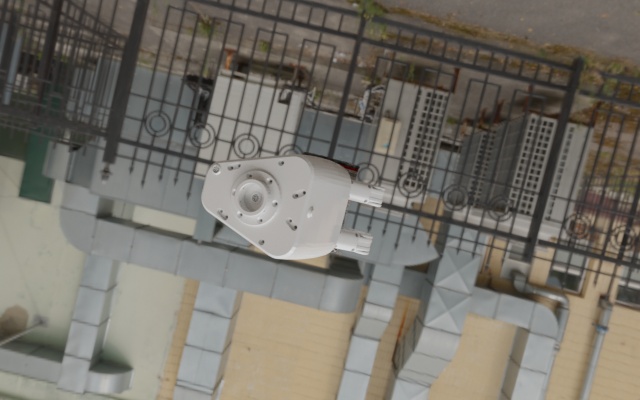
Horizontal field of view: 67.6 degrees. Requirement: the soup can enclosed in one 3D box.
[{"bbox_3d":[0.000,0.002,0.550,0.068,0.102,0.068,14,2,-1],"label":"soup can"}]
